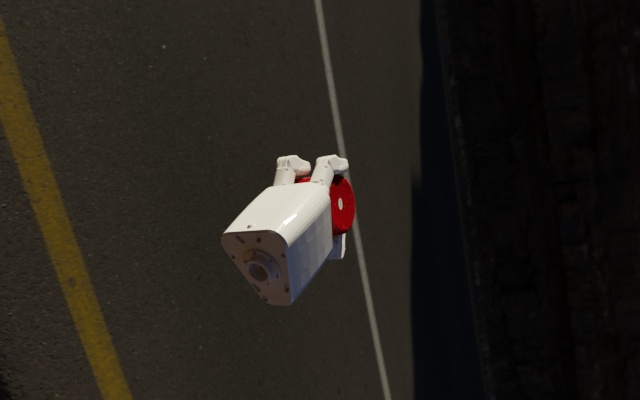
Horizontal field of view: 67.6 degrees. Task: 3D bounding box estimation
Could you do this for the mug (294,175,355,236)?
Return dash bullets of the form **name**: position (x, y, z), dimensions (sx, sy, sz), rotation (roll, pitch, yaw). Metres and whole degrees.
- **mug**: position (0.001, 0.002, 0.665), dimensions (0.081, 0.093, 0.117), rotation (-5, 28, 31)
